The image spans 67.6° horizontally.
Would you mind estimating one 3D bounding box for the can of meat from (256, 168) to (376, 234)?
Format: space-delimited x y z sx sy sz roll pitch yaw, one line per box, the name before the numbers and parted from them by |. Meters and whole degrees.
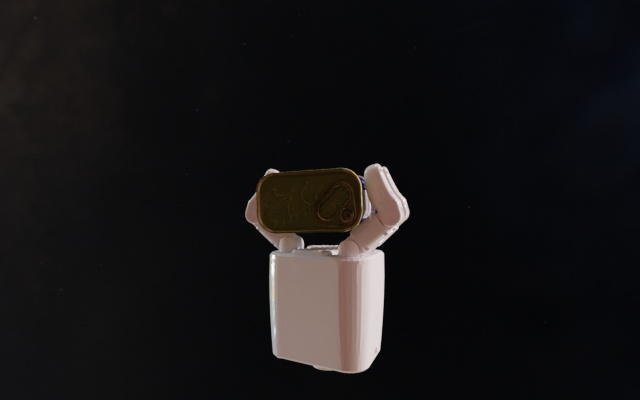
can of meat | 0.000 0.001 0.475 0.102 0.057 0.084 -3 -2 17
